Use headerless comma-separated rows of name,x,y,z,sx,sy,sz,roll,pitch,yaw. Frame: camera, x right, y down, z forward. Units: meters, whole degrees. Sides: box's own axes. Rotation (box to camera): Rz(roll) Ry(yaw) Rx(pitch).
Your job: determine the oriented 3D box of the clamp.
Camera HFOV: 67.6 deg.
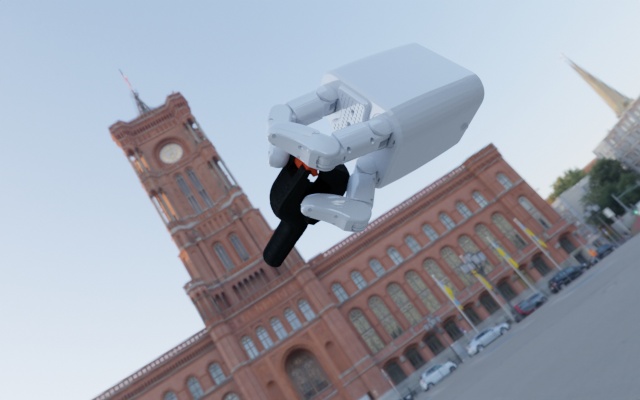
clamp,0.000,0.001,0.468,0.120,0.039,0.172,-27,-24,-23
